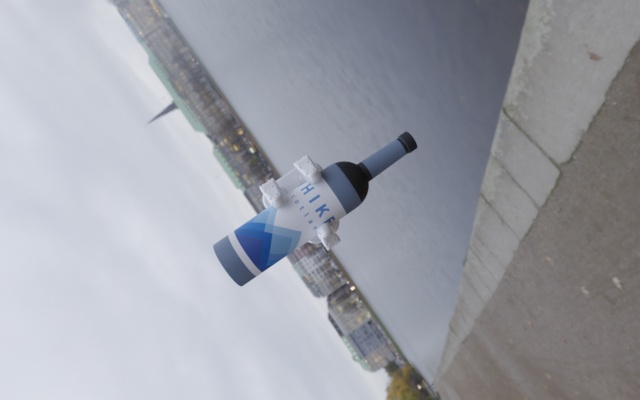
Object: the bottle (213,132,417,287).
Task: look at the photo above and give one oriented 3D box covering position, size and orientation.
[{"bbox_3d":[0.000,0.002,0.630,0.295,0.069,0.069,-34,2,-2],"label":"bottle"}]
